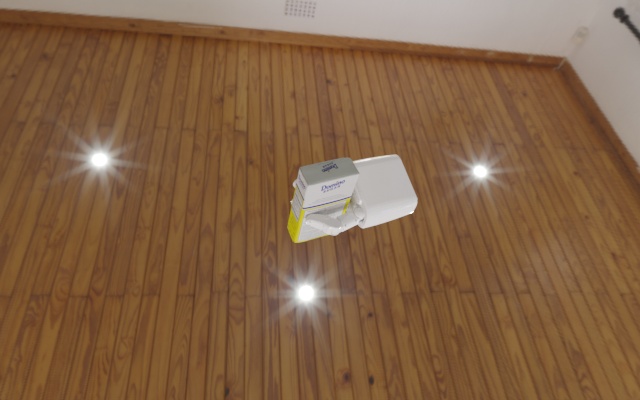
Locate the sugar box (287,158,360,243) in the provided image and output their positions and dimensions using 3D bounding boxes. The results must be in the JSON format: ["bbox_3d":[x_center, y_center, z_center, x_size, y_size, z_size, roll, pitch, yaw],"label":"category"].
[{"bbox_3d":[0.000,0.002,0.821,0.093,0.048,0.176,-14,-34,-21],"label":"sugar box"}]
